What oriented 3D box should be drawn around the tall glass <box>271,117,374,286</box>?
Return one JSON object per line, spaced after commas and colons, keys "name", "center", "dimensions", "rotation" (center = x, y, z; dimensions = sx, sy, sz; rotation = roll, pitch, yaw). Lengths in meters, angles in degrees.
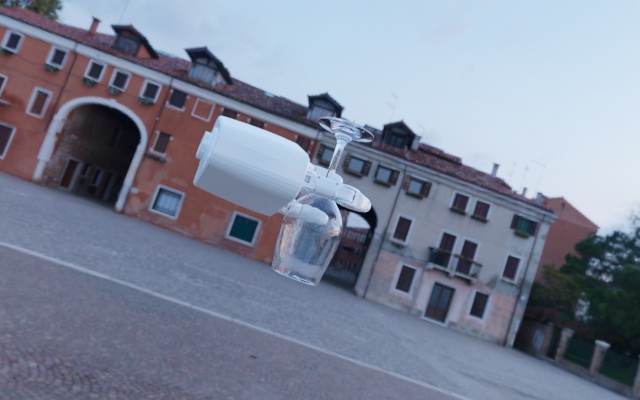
{"name": "tall glass", "center": [0.000, 0.001, 0.601], "dimensions": [0.079, 0.201, 0.079], "rotation": [19, -6, 2]}
